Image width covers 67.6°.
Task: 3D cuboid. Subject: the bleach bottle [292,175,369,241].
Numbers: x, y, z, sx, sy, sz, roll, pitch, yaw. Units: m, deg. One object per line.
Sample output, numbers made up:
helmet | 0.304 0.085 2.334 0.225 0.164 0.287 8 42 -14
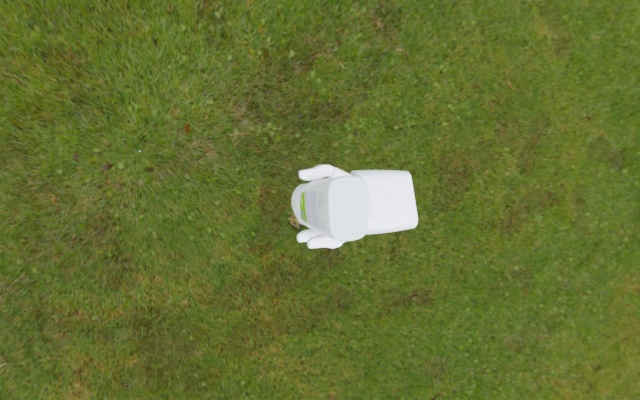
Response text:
bleach bottle | 0.000 0.003 0.824 0.068 0.102 0.251 -3 7 -20
